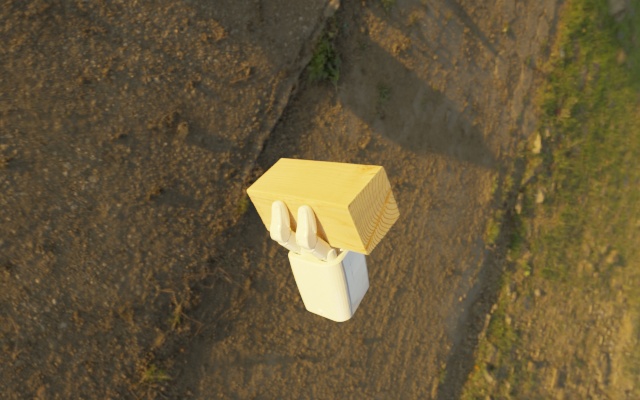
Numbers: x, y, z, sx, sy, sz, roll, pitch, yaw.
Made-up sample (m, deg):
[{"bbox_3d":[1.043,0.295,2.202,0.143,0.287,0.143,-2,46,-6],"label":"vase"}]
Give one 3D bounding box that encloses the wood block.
[{"bbox_3d":[0.001,0.002,0.713,0.206,0.090,0.090,9,44,43],"label":"wood block"}]
